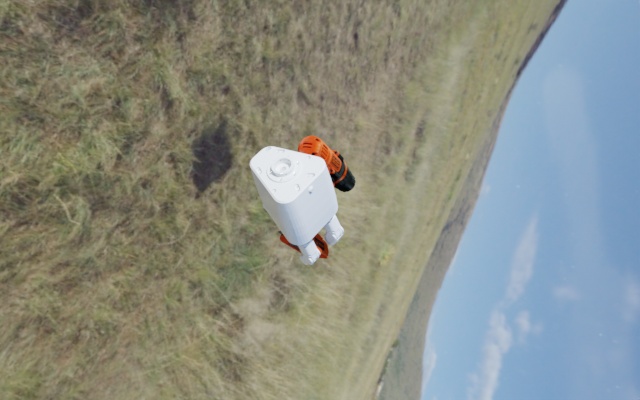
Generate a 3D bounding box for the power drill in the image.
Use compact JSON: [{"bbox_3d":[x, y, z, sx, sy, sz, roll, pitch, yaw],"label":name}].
[{"bbox_3d":[0.000,0.003,0.843,0.057,0.187,0.184,4,-18,30],"label":"power drill"}]
